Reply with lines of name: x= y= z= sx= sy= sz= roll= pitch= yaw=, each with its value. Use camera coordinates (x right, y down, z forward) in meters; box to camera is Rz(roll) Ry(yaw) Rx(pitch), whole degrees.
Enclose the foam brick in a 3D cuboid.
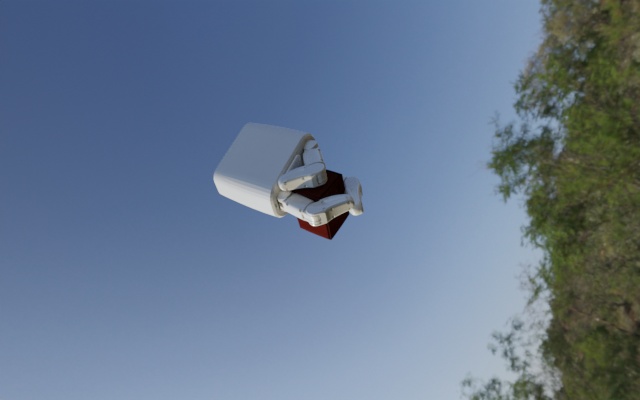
foam brick: x=0.000 y=0.002 z=0.630 sx=0.051 sy=0.078 sz=0.053 roll=17 pitch=50 yaw=29
